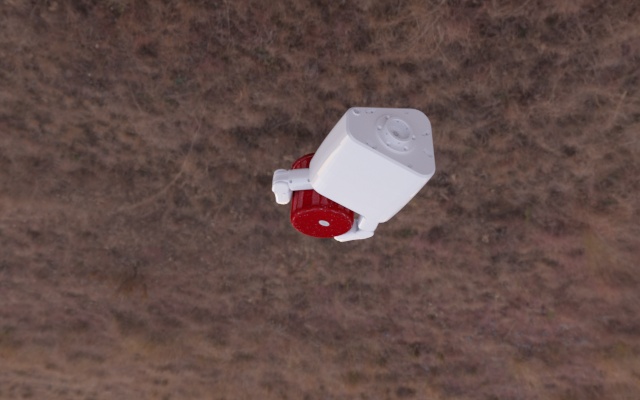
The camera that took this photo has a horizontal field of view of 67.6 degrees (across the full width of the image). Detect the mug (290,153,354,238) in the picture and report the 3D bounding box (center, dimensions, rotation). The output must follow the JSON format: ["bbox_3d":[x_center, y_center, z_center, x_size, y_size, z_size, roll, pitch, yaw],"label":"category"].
[{"bbox_3d":[0.000,0.003,0.636,0.093,0.081,0.117,13,-32,-15],"label":"mug"}]
